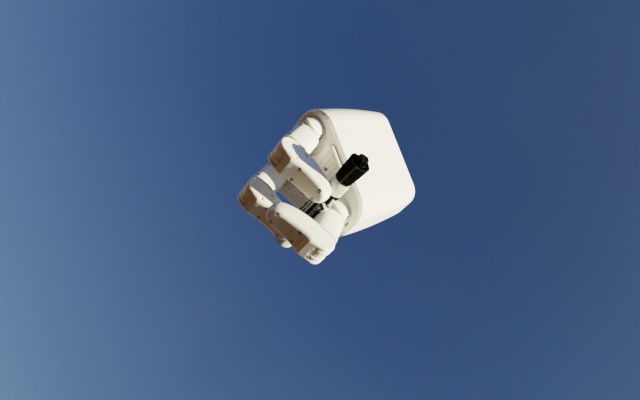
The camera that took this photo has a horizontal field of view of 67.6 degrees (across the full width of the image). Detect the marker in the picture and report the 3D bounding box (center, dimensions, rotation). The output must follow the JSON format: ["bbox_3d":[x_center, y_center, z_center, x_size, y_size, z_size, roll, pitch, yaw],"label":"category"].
[{"bbox_3d":[0.000,0.001,0.406,0.020,0.020,0.121,0,-35,-44],"label":"marker"}]
